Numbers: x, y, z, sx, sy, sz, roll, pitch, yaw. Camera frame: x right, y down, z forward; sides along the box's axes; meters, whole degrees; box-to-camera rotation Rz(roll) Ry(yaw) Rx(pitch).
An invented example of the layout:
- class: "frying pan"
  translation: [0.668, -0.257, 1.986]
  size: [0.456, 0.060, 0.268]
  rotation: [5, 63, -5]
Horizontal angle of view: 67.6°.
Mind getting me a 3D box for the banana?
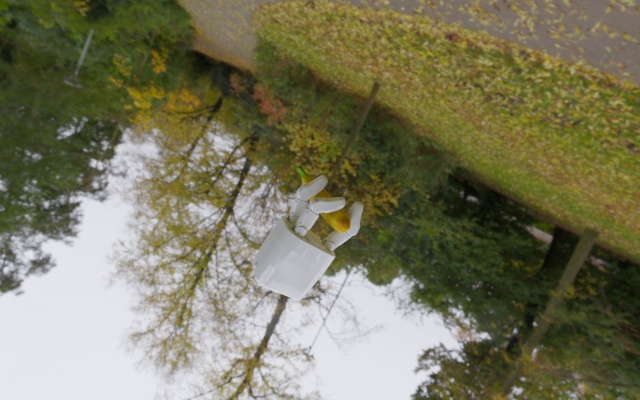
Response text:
- class: "banana"
  translation: [0.009, 0.009, 0.869]
  size: [0.070, 0.037, 0.197]
  rotation: [39, 7, -44]
